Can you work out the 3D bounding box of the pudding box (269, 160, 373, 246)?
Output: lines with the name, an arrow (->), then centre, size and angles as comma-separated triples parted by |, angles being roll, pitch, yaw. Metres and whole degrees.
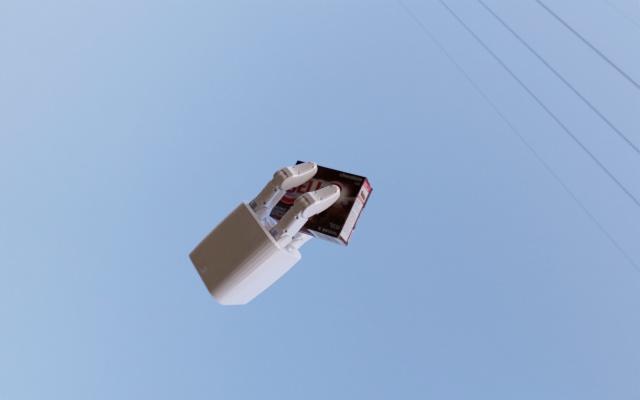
pudding box -> 0.000, 0.002, 0.632 | 0.113, 0.090, 0.039 | 17, -18, 28
